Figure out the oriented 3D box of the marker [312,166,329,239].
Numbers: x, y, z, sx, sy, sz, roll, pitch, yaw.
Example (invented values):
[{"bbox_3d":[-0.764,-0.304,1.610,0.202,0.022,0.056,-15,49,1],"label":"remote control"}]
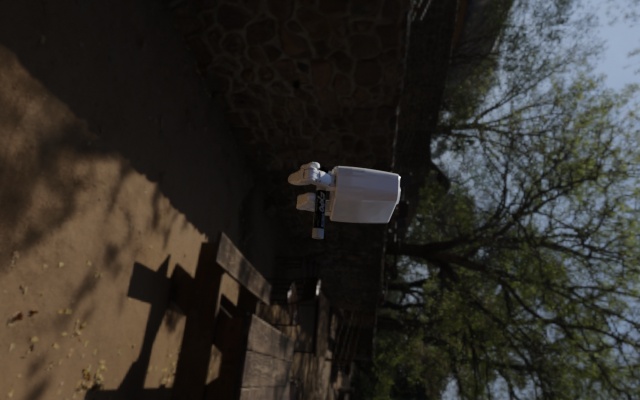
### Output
[{"bbox_3d":[0.000,0.003,0.789,0.020,0.121,0.020,4,-13,1],"label":"marker"}]
